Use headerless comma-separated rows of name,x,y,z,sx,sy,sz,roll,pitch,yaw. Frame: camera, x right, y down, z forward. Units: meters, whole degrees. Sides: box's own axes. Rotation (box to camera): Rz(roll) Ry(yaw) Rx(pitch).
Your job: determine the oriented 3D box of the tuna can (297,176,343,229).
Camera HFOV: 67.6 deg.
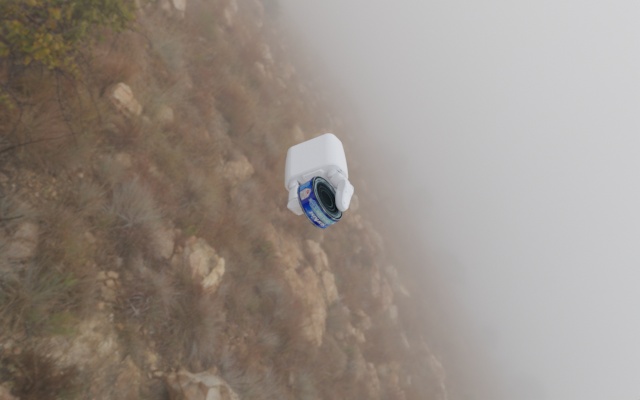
tuna can,0.001,0.002,0.798,0.034,0.086,0.086,-29,-13,24
